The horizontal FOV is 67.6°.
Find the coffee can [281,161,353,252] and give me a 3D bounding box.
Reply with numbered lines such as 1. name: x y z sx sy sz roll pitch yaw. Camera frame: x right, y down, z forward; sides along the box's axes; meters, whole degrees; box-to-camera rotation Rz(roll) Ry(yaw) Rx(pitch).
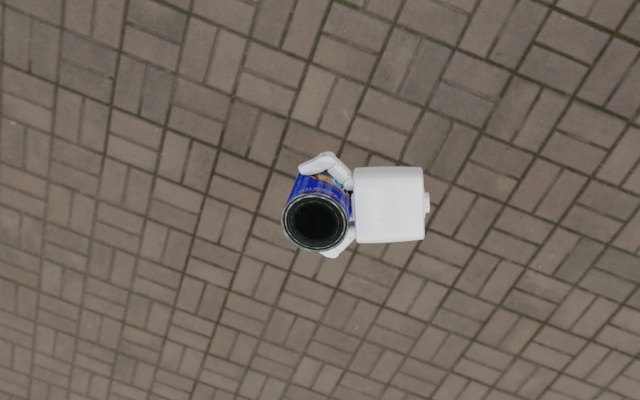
1. coffee can: 0.000 0.002 0.768 0.103 0.103 0.140 0 27 8
